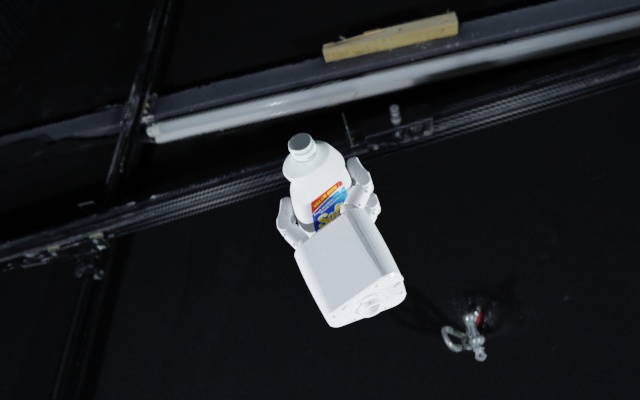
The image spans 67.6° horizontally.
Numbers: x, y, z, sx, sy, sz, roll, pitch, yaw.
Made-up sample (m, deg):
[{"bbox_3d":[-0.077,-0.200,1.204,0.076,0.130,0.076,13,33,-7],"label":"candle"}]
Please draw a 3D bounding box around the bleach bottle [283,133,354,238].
[{"bbox_3d":[0.000,0.002,0.666,0.102,0.068,0.251,-27,-37,-1],"label":"bleach bottle"}]
